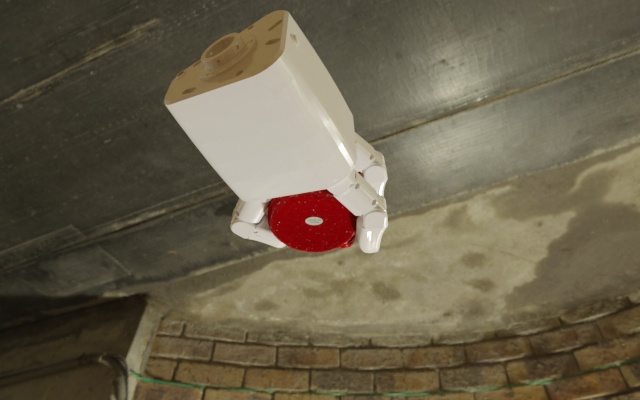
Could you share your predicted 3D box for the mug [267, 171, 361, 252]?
[{"bbox_3d":[0.001,0.003,0.453,0.093,0.081,0.117,-21,-51,20],"label":"mug"}]
